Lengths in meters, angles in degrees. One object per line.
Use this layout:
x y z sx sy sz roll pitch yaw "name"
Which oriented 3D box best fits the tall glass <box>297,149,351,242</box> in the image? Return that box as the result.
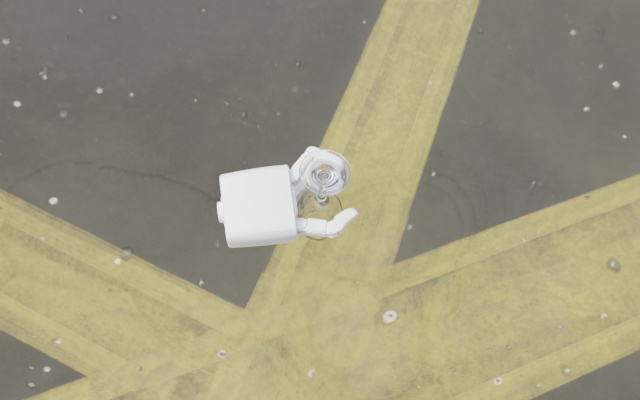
0.000 0.002 0.760 0.079 0.079 0.201 0 -26 -4 "tall glass"
